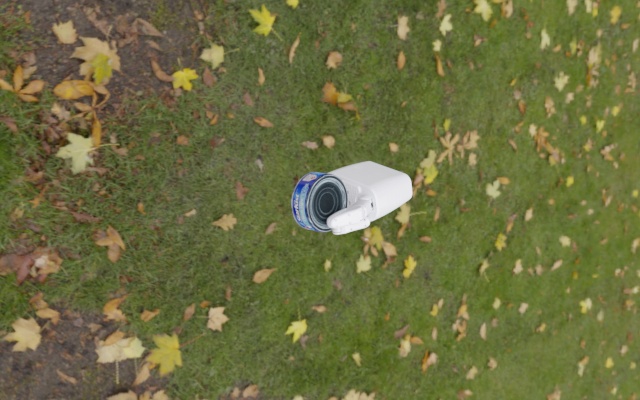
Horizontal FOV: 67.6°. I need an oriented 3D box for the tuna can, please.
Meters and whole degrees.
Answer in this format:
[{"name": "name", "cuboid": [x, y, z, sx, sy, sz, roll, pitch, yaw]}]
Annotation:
[{"name": "tuna can", "cuboid": [0.000, 0.002, 0.692, 0.086, 0.086, 0.034, 0, 7, -44]}]
